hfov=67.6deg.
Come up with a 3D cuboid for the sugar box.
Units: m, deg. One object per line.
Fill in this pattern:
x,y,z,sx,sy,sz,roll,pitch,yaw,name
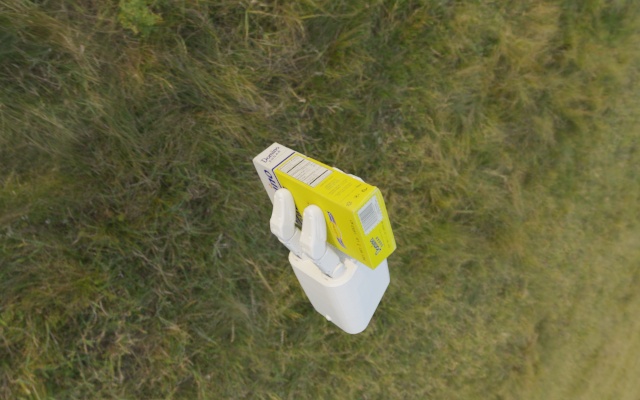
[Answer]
0.000,0.002,0.546,0.048,0.093,0.176,-42,43,-24,sugar box
